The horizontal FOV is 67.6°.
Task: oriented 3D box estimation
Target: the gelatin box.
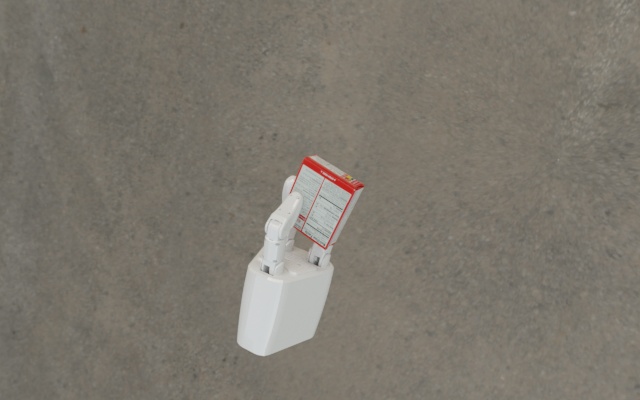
[{"bbox_3d":[0.000,0.002,0.565,0.073,0.089,0.030,33,27,18],"label":"gelatin box"}]
